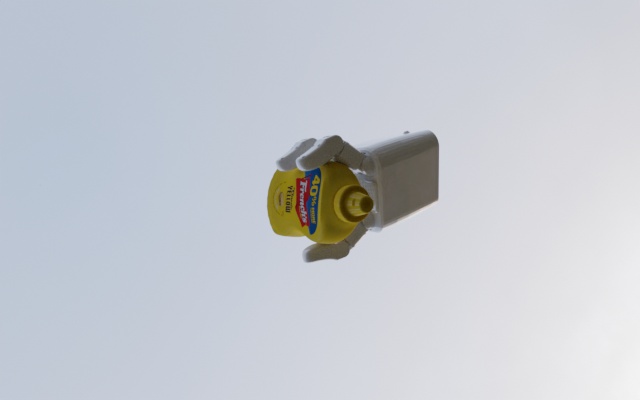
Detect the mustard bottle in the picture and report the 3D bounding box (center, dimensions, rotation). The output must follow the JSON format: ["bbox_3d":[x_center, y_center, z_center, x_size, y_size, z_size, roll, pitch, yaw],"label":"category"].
[{"bbox_3d":[0.000,0.002,0.567,0.058,0.096,0.191,7,-2,-30],"label":"mustard bottle"}]
